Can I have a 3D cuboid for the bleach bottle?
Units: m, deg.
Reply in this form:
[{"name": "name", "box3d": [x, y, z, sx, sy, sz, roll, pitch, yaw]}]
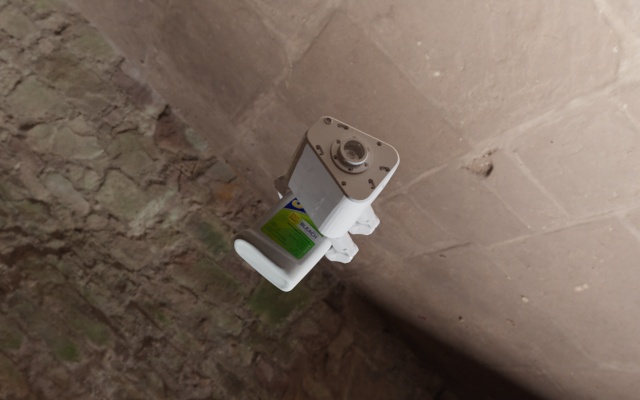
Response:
[{"name": "bleach bottle", "box3d": [0.000, 0.002, 0.668, 0.102, 0.250, 0.068, 40, -28, 5]}]
